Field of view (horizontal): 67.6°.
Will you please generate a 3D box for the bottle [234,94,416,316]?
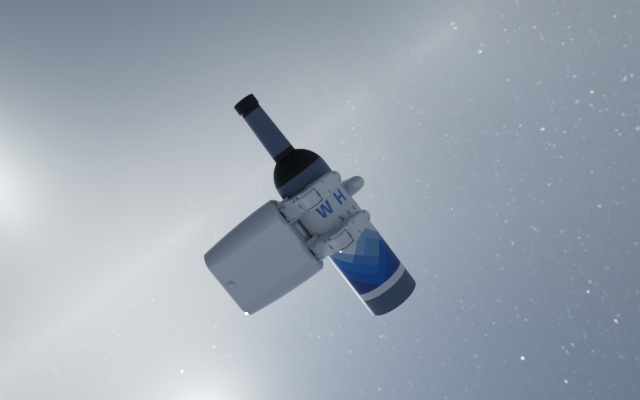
[{"bbox_3d":[0.000,0.002,0.563,0.069,0.296,0.069,-37,7,5],"label":"bottle"}]
